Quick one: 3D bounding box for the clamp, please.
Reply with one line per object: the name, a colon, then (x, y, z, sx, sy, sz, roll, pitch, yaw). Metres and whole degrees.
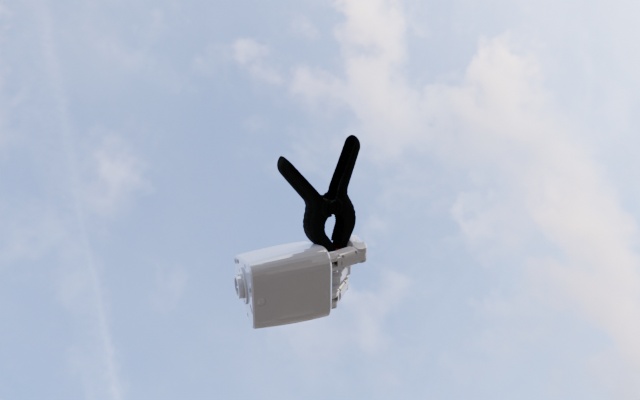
clamp: (0.000, 0.002, 0.640, 0.120, 0.171, 0.039, -9, 18, -22)
